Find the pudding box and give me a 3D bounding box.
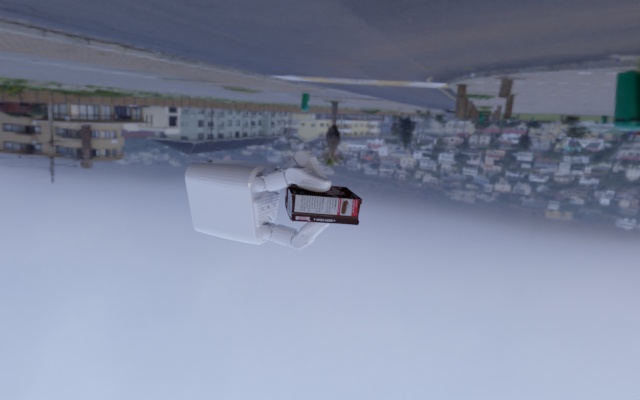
[{"bbox_3d":[0.000,0.002,0.640,0.090,0.039,0.113,3,11,-8],"label":"pudding box"}]
